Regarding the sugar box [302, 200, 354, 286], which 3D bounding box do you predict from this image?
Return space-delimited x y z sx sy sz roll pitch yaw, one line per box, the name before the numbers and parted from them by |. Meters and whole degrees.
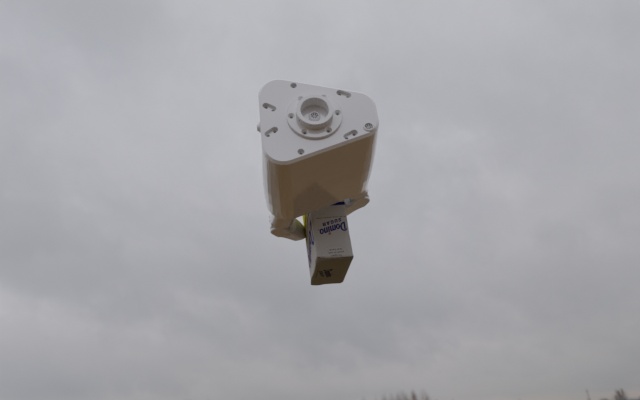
sugar box | 0.000 0.002 0.562 0.048 0.176 0.093 -2 -27 -7
